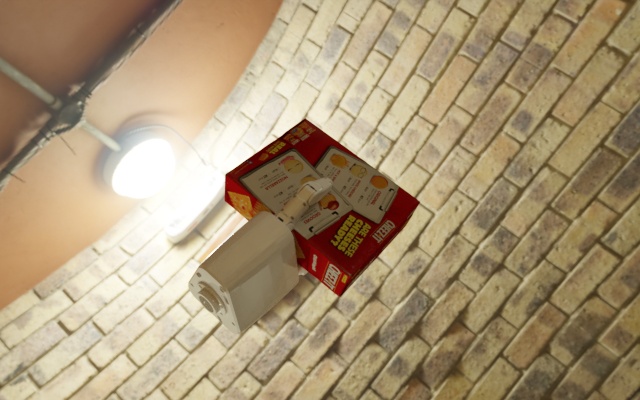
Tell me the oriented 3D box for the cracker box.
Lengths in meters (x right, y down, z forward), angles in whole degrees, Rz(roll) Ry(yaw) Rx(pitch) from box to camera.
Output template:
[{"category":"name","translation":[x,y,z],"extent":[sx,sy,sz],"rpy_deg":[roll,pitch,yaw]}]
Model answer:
[{"category":"cracker box","translation":[0.000,0.002,0.659],"extent":[0.164,0.213,0.072],"rpy_deg":[-41,-19,-33]}]
